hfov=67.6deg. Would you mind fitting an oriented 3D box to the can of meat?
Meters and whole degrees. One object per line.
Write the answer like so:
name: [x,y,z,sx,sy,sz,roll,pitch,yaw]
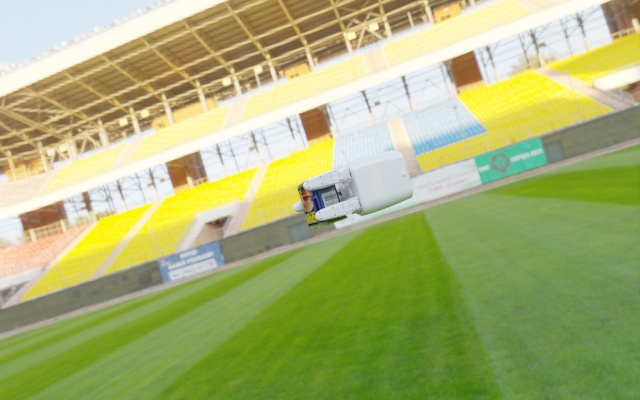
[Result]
can of meat: [0.000,0.002,0.848,0.057,0.084,0.102,-17,-2,-16]
